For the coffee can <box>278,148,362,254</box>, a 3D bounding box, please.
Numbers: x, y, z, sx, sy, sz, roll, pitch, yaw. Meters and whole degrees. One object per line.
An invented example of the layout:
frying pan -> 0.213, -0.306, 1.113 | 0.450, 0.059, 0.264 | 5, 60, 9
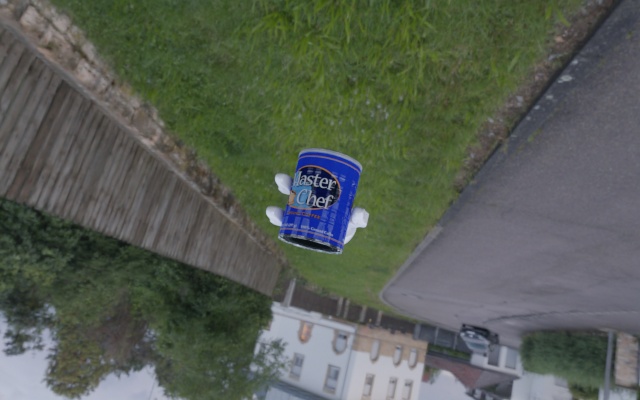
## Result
coffee can -> 0.000, 0.002, 0.743 | 0.103, 0.140, 0.103 | 13, -13, 3
